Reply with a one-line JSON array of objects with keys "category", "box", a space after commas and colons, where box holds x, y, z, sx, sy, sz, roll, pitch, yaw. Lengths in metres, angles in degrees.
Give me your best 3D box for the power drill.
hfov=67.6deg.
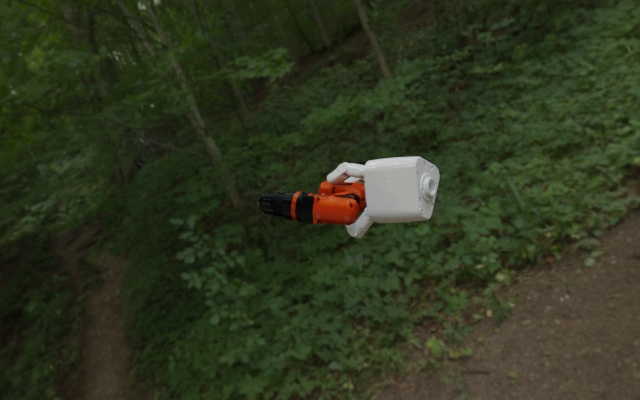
[{"category": "power drill", "box": [0.001, 0.003, 0.893, 0.184, 0.057, 0.187, 8, 13, 20]}]
